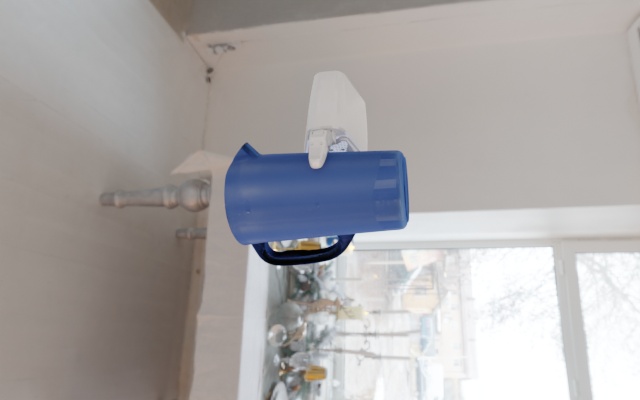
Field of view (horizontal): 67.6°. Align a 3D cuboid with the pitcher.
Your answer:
[{"bbox_3d":[0.000,0.002,0.674,0.243,0.145,0.149,-3,-27,13],"label":"pitcher"}]
